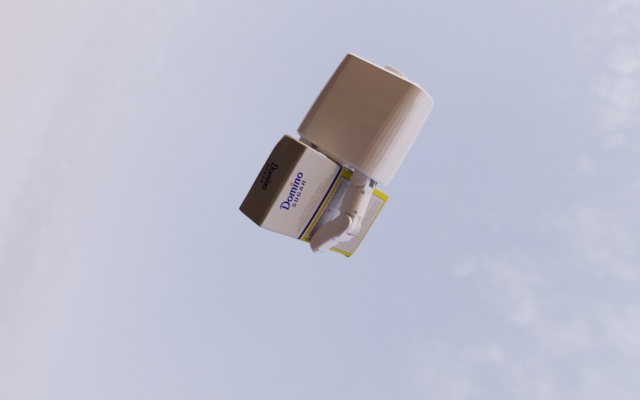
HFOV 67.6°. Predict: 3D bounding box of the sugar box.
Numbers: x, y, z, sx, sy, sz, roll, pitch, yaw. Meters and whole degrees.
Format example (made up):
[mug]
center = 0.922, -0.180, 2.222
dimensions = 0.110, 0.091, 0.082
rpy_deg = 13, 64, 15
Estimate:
[sugar box]
center = 0.000, 0.001, 0.533
dimensions = 0.048, 0.093, 0.176
rpy_deg = 35, 5, 40
